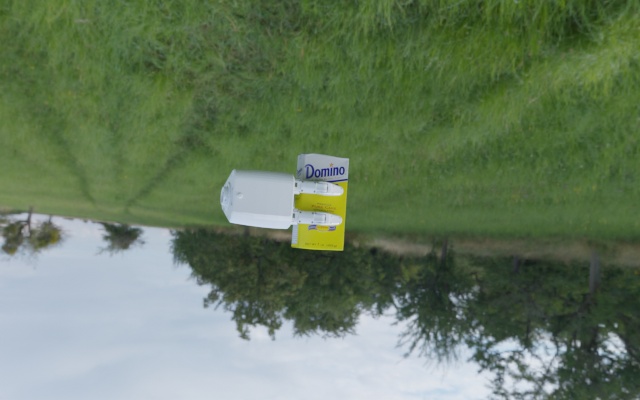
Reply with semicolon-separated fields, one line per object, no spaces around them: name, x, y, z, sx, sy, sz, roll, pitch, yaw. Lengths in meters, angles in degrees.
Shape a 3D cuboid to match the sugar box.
sugar box;0.000;0.003;0.896;0.093;0.176;0.048;5;-3;-21
